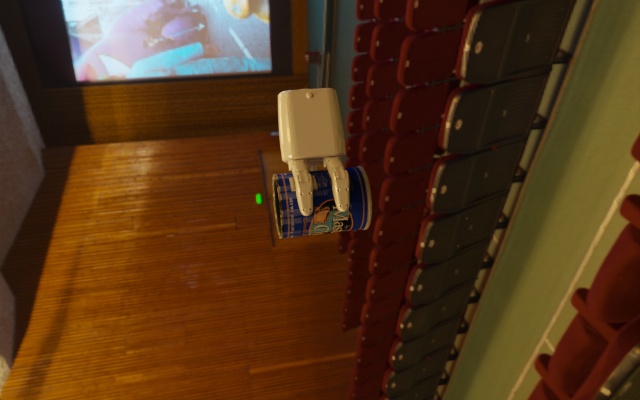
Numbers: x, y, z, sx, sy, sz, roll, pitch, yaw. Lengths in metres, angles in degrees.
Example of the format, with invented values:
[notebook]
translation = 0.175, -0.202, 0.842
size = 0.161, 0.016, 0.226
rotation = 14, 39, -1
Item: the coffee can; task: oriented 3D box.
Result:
[coffee can]
translation = 0.000, 0.003, 0.755
size = 0.140, 0.103, 0.103
rotation = -6, 1, -10
